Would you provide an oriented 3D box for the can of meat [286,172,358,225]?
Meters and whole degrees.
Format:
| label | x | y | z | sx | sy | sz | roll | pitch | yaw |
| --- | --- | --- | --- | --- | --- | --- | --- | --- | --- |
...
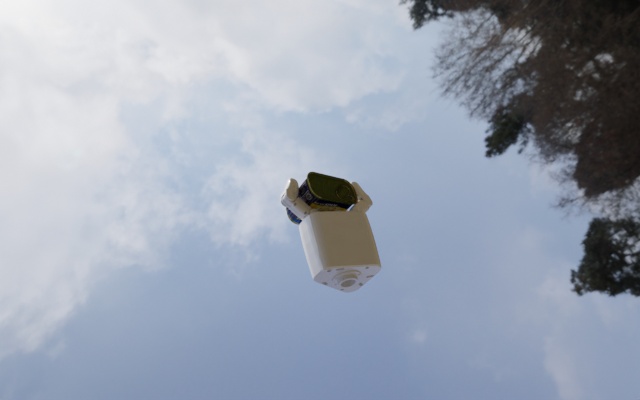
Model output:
| label | x | y | z | sx | sy | sz | roll | pitch | yaw |
| --- | --- | --- | --- | --- | --- | --- | --- | --- | --- |
| can of meat | 0.000 | 0.003 | 0.845 | 0.102 | 0.057 | 0.084 | 11 | -43 | -35 |
